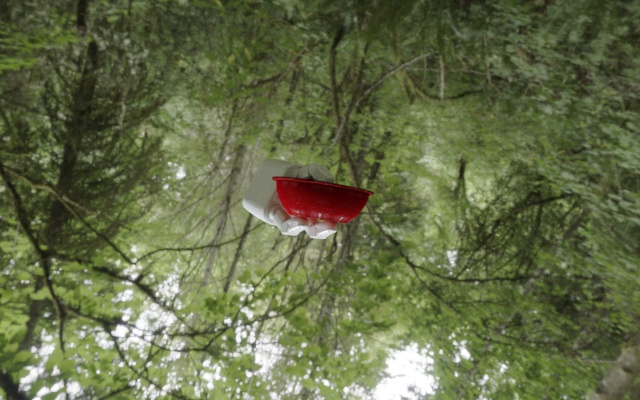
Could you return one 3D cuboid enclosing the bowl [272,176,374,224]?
[{"bbox_3d":[0.000,0.003,0.742,0.162,0.055,0.162,9,-3,0],"label":"bowl"}]
